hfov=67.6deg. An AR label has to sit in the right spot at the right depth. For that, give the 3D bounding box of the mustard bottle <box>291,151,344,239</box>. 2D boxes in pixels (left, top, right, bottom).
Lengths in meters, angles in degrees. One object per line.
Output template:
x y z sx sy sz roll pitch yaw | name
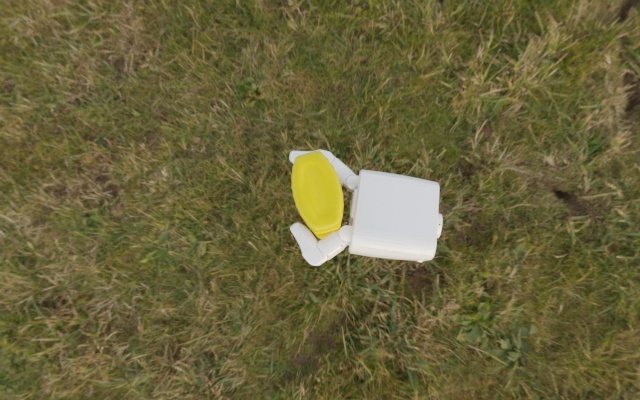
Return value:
0.000 0.002 0.644 0.058 0.096 0.192 -16 -9 0 | mustard bottle
